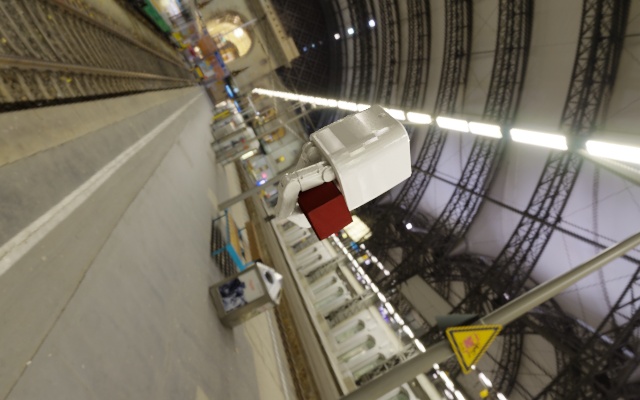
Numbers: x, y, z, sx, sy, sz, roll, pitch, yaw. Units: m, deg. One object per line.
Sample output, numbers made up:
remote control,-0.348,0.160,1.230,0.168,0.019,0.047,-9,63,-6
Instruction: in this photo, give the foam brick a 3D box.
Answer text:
foam brick,0.000,0.002,0.618,0.051,0.053,0.078,-27,40,-5
